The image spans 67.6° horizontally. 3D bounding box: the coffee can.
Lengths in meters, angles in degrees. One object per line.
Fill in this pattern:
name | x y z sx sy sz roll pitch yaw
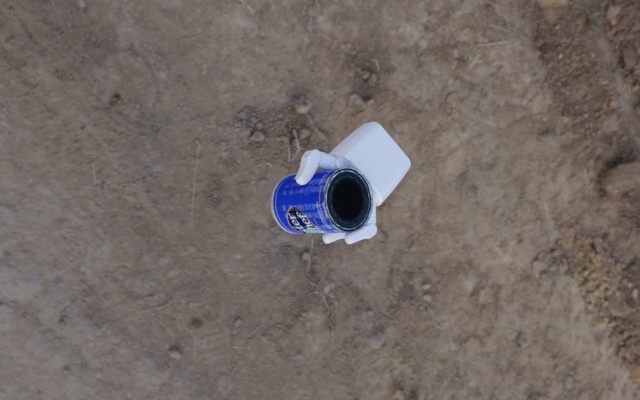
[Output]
coffee can | 0.000 0.003 0.775 0.103 0.103 0.140 0 -3 -39
